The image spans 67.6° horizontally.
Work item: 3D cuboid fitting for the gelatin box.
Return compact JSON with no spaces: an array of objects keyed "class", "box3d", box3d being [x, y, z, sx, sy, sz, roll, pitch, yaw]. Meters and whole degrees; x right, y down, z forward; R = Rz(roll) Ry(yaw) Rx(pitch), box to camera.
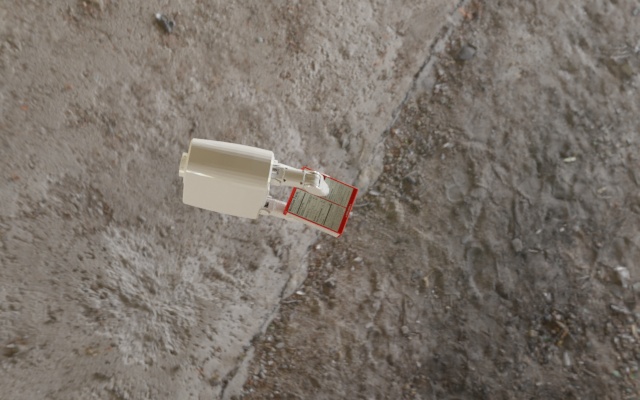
[{"class":"gelatin box","box3d":[0.001,0.002,0.684,0.089,0.073,0.030,22,-16,-5]}]
